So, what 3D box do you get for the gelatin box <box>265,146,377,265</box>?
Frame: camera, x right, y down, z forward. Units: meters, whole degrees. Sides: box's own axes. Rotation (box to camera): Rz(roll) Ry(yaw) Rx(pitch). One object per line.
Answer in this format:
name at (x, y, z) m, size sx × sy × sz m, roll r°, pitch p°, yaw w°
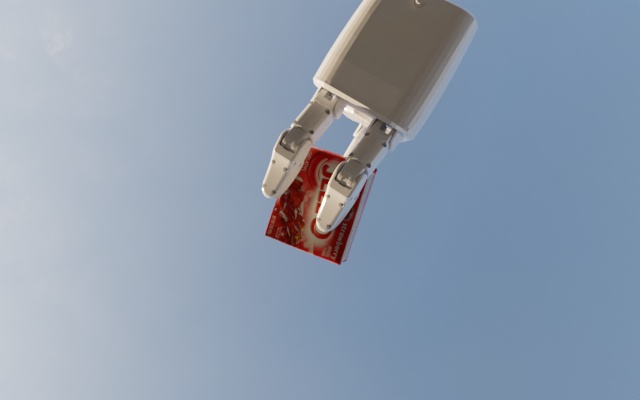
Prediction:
gelatin box at (0.000, 0.002, 0.417) m, size 0.073 × 0.089 × 0.030 m, roll 20°, pitch 6°, yaw 16°
